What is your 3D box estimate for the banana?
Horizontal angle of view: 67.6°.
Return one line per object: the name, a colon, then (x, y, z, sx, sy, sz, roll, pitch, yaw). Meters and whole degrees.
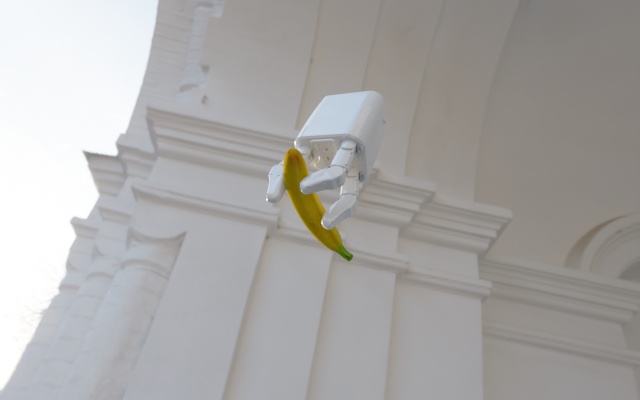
banana: (-0.011, 0.003, 0.680, 0.069, 0.198, 0.037, 7, 46, 46)
